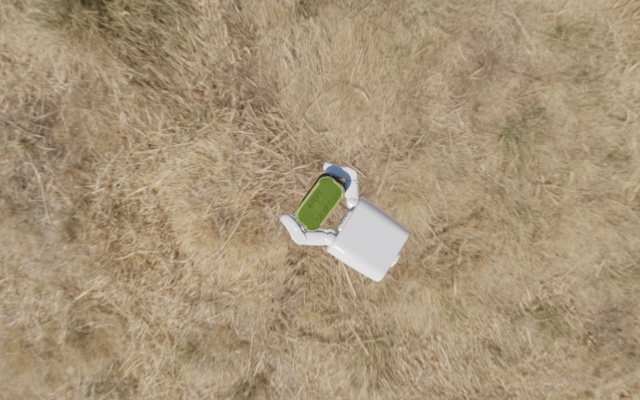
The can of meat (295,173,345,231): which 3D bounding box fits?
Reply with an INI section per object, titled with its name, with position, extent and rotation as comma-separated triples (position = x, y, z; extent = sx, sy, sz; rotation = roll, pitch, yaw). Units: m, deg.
[can of meat]
position = 0.000, 0.003, 0.837
extent = 0.057, 0.102, 0.084
rotation = 36, 5, -2
